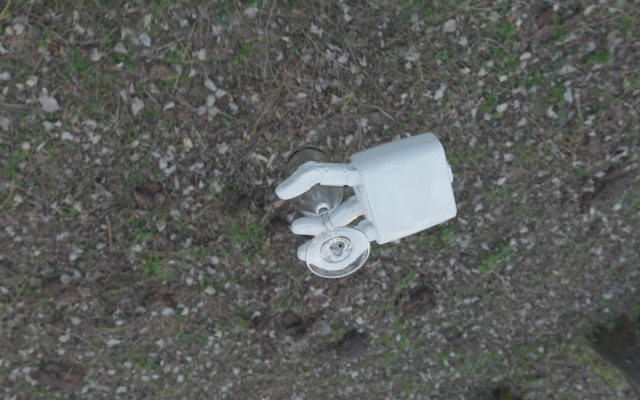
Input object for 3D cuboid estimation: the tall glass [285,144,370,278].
[{"bbox_3d":[0.000,0.002,0.607,0.079,0.079,0.201,0,34,-14],"label":"tall glass"}]
